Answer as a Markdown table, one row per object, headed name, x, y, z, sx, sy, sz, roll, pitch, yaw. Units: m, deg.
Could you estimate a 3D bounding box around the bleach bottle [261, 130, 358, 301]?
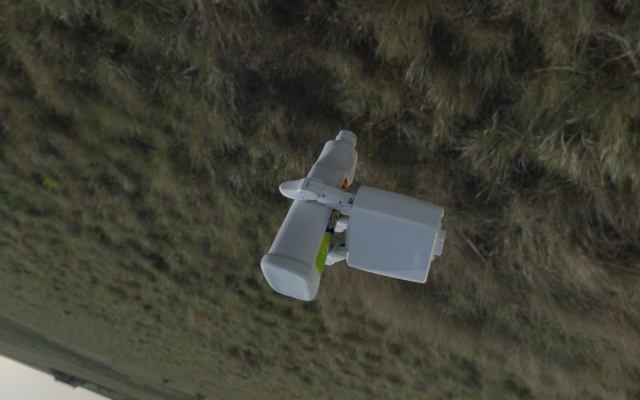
| name | x | y | z | sx | sy | sz | roll | pitch | yaw |
| --- | --- | --- | --- | --- | --- | --- | --- | --- | --- |
| bleach bottle | 0.000 | 0.002 | 0.649 | 0.068 | 0.250 | 0.103 | 14 | -29 | 13 |
